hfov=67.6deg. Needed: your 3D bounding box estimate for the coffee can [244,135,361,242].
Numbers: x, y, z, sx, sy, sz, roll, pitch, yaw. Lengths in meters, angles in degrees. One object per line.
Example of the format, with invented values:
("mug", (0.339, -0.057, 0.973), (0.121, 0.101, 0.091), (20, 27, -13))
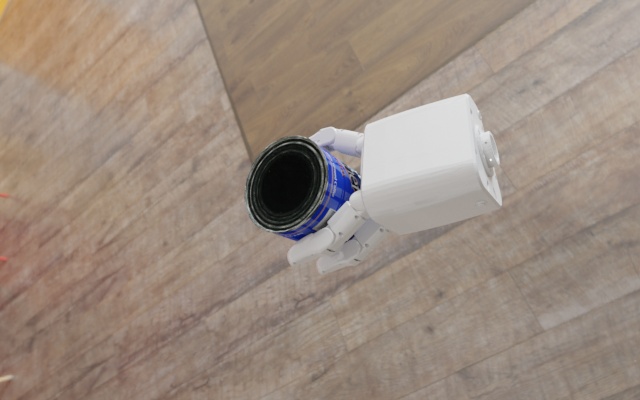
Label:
("coffee can", (0.000, 0.002, 0.530), (0.103, 0.102, 0.140), (0, -16, 33))
